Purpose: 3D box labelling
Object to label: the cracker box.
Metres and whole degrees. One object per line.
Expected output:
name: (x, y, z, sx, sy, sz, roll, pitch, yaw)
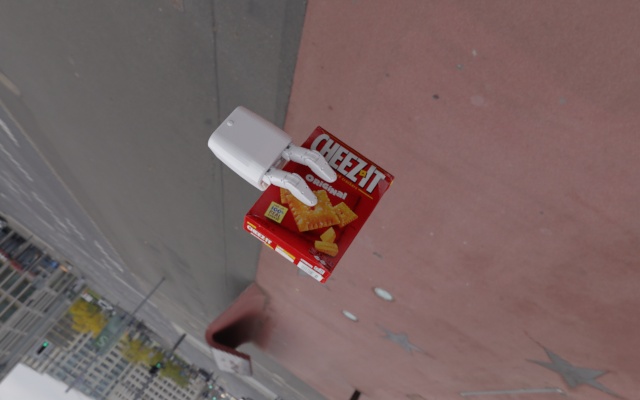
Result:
cracker box: (0.000, 0.003, 0.798, 0.164, 0.213, 0.072, 35, -24, 3)
